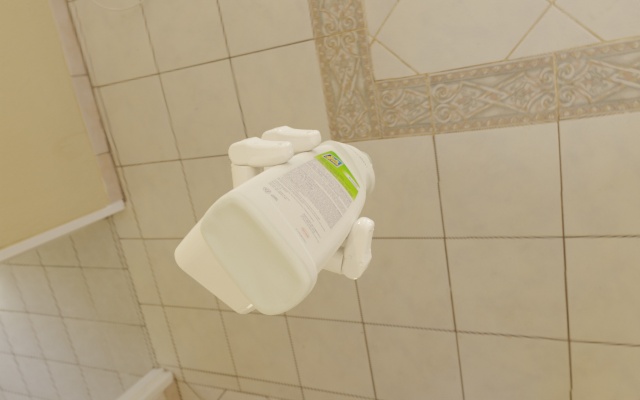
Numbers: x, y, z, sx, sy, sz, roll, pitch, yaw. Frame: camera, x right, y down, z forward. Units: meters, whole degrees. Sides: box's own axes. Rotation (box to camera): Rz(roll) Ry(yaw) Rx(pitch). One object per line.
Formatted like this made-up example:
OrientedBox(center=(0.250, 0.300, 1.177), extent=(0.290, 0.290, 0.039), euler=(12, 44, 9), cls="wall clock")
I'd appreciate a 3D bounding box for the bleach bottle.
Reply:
OrientedBox(center=(0.000, 0.001, 0.460), extent=(0.068, 0.102, 0.250), euler=(-39, -1, 32), cls="bleach bottle")
